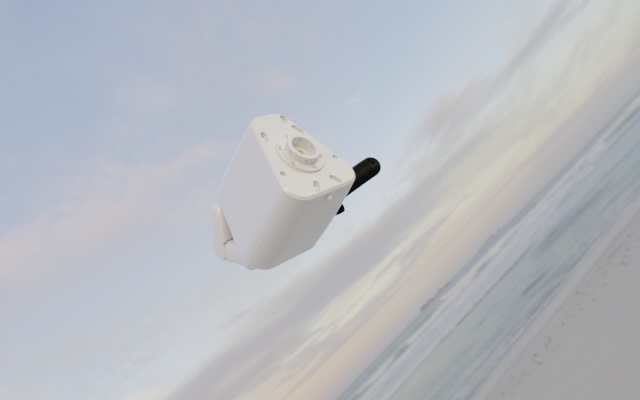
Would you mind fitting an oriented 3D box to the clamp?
[{"bbox_3d":[0.000,0.002,0.582,0.171,0.039,0.120,-27,-21,-46],"label":"clamp"}]
